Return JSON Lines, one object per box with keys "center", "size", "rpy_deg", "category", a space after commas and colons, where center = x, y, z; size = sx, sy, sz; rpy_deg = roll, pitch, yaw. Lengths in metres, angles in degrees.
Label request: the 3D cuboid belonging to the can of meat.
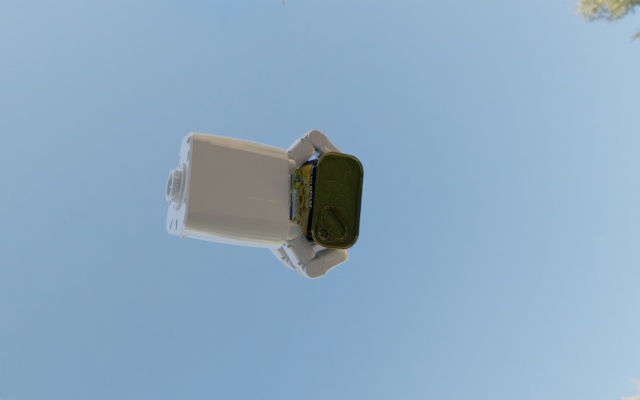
{"center": [0.000, 0.002, 0.540], "size": [0.057, 0.102, 0.084], "rpy_deg": [7, -6, -28], "category": "can of meat"}
